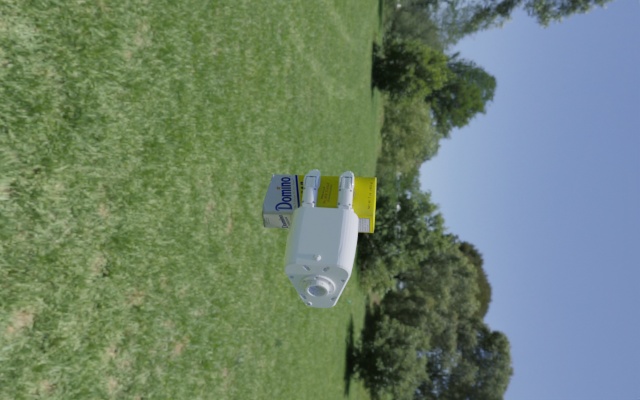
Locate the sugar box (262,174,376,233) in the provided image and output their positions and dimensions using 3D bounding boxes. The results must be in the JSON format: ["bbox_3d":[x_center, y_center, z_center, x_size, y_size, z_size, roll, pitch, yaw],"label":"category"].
[{"bbox_3d":[0.000,0.002,0.772,0.176,0.048,0.093,3,44,6],"label":"sugar box"}]
